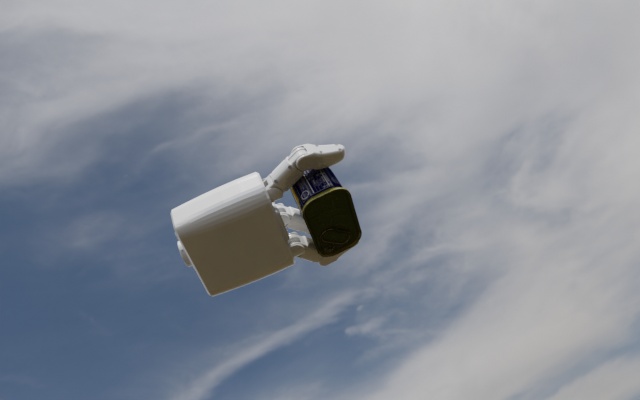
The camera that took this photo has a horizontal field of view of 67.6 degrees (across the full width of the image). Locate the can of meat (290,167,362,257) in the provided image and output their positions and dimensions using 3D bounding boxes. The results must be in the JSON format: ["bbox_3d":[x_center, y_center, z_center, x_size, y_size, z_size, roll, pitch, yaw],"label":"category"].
[{"bbox_3d":[0.000,0.002,0.562,0.057,0.102,0.084,-25,46,-5],"label":"can of meat"}]
